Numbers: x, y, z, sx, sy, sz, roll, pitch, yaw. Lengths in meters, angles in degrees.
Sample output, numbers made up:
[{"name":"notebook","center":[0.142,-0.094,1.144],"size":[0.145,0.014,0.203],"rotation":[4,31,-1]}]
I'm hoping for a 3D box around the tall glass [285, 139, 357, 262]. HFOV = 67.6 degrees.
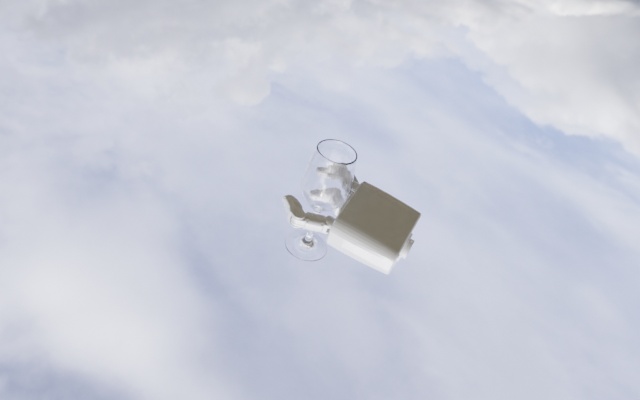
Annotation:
[{"name":"tall glass","center":[0.000,0.003,0.755],"size":[0.079,0.201,0.079],"rotation":[11,39,-9]}]
